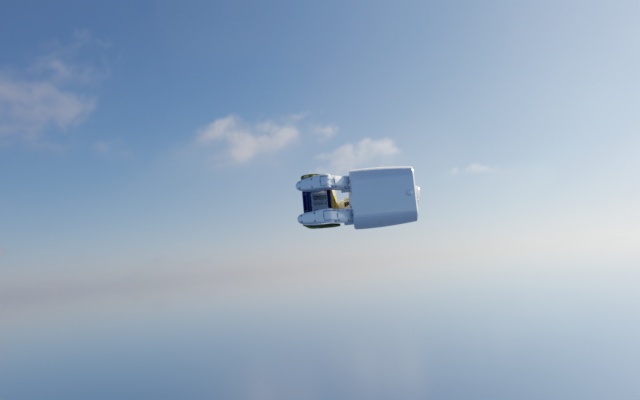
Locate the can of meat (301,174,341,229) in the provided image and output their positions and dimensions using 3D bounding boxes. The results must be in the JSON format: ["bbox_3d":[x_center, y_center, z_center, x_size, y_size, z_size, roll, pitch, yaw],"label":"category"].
[{"bbox_3d":[0.000,0.002,0.823,0.057,0.084,0.102,-6,-8,7],"label":"can of meat"}]
